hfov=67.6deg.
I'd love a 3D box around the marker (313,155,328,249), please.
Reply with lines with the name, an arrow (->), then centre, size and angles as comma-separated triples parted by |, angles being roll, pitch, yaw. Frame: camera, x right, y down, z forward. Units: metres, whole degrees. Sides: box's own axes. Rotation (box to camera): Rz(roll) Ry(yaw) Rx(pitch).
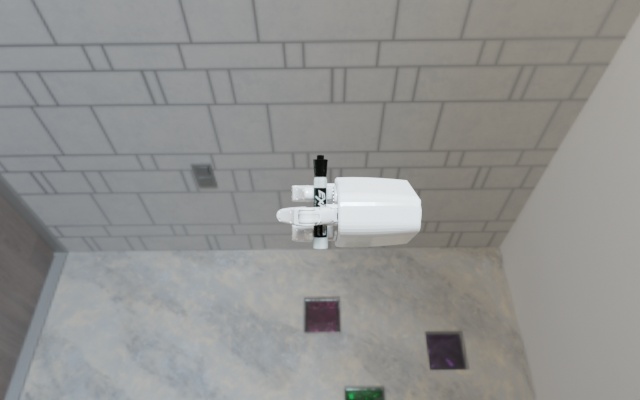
marker -> 0.000, 0.002, 0.617 | 0.020, 0.121, 0.020 | 0, 2, 0
